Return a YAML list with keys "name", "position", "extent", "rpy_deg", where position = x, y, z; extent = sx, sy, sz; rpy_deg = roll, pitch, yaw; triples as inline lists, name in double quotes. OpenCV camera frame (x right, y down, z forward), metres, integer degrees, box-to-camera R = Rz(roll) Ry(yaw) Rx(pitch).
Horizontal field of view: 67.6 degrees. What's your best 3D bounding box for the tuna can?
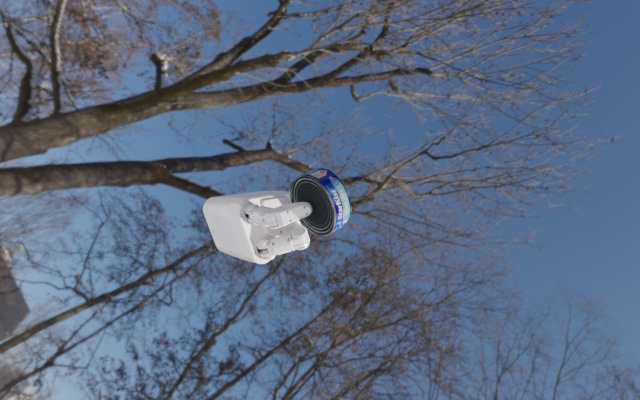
- name: "tuna can"
  position: [0.001, 0.002, 0.625]
  extent: [0.033, 0.086, 0.086]
  rpy_deg: [-26, 16, -36]
